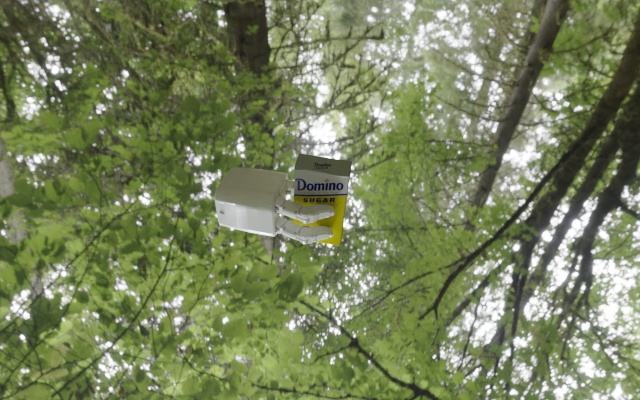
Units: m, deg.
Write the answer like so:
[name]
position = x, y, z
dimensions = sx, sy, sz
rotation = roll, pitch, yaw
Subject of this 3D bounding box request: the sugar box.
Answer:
[sugar box]
position = 0.000, 0.003, 0.838
dimensions = 0.093, 0.048, 0.176
rotation = 8, -43, 5
